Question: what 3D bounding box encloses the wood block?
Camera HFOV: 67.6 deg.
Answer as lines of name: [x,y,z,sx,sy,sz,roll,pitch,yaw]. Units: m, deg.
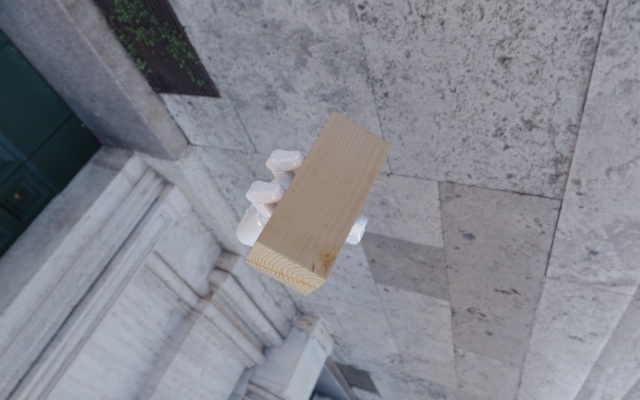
wood block: [0.000,0.002,0.604,0.091,0.206,0.090,30,-28,-4]
